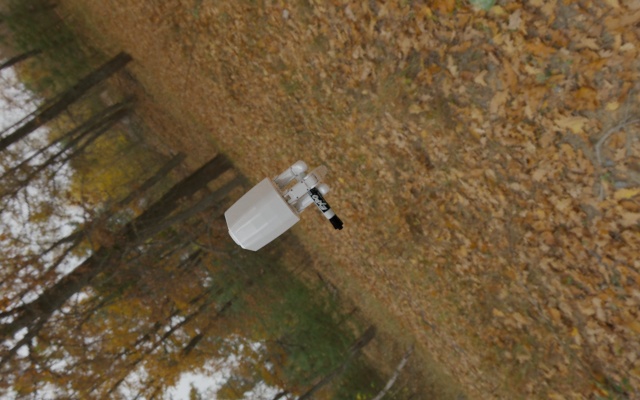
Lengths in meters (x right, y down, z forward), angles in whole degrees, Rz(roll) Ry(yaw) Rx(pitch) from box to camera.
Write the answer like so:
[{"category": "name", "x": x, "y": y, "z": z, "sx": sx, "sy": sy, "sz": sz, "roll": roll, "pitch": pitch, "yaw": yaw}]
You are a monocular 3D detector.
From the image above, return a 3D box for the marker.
[{"category": "marker", "x": 0.000, "y": 0.003, "z": 0.835, "sx": 0.020, "sy": 0.121, "sz": 0.020, "roll": -37, "pitch": 6, "yaw": 5}]
